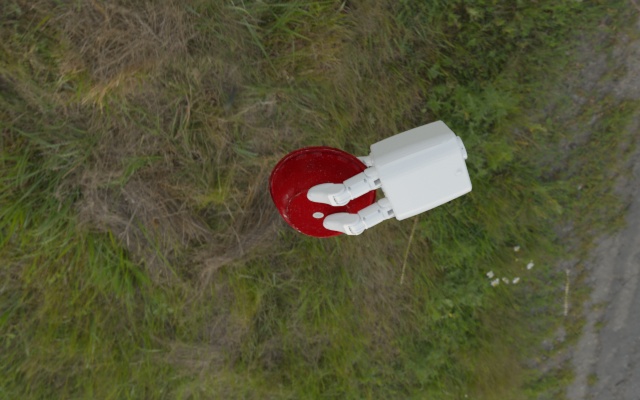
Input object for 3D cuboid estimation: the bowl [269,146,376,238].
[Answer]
[{"bbox_3d":[-0.001,0.003,0.694,0.162,0.162,0.055,0,40,8],"label":"bowl"}]
